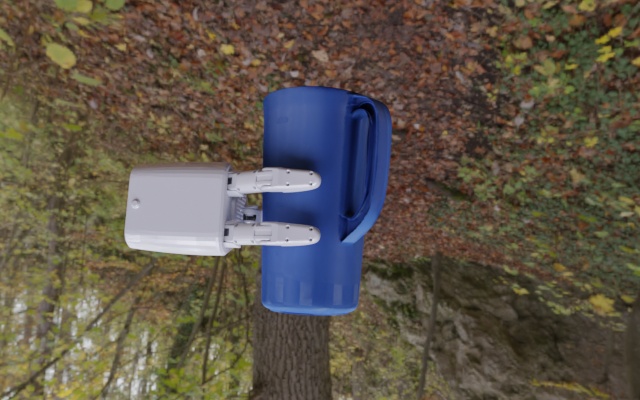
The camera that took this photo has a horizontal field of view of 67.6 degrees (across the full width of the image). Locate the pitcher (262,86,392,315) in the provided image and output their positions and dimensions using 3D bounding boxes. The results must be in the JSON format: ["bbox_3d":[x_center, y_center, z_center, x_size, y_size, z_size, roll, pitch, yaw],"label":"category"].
[{"bbox_3d":[0.000,0.002,0.537,0.145,0.243,0.149,2,-7,3],"label":"pitcher"}]
